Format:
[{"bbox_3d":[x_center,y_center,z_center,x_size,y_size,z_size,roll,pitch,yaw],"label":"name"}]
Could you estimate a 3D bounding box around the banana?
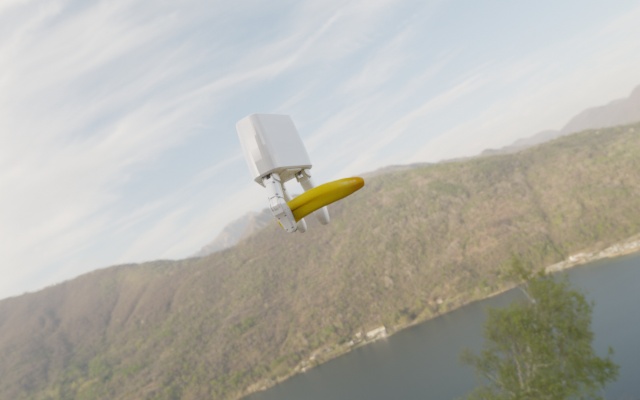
[{"bbox_3d":[-0.015,0.006,0.789,0.069,0.037,0.198,-7,-18,-45],"label":"banana"}]
